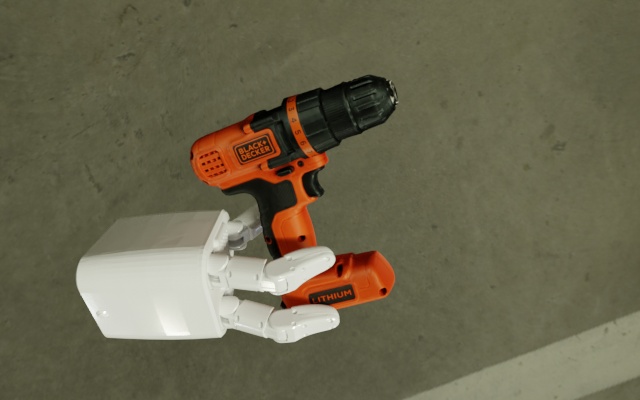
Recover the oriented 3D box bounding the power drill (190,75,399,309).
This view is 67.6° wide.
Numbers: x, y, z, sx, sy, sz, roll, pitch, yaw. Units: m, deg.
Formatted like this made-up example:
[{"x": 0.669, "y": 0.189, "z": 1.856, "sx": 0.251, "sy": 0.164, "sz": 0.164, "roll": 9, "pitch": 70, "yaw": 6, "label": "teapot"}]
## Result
[{"x": 0.000, "y": 0.002, "z": 0.417, "sx": 0.184, "sy": 0.188, "sz": 0.057, "roll": -17, "pitch": 16, "yaw": 19, "label": "power drill"}]
